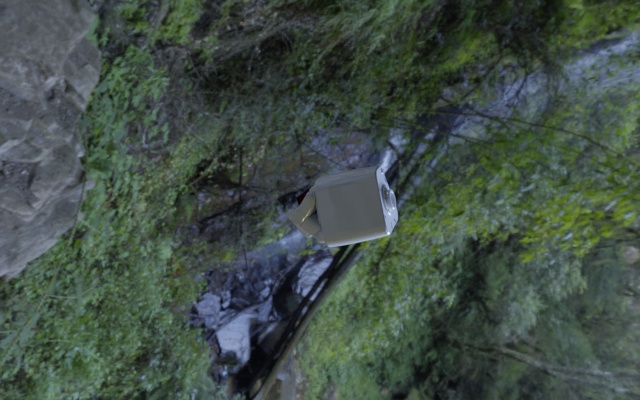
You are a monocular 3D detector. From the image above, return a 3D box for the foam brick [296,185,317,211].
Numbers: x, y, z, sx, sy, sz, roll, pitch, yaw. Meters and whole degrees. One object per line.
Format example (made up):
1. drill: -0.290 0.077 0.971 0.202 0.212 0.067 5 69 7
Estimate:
1. foam brick: 0.000 0.003 0.852 0.051 0.053 0.078 -12 13 23
